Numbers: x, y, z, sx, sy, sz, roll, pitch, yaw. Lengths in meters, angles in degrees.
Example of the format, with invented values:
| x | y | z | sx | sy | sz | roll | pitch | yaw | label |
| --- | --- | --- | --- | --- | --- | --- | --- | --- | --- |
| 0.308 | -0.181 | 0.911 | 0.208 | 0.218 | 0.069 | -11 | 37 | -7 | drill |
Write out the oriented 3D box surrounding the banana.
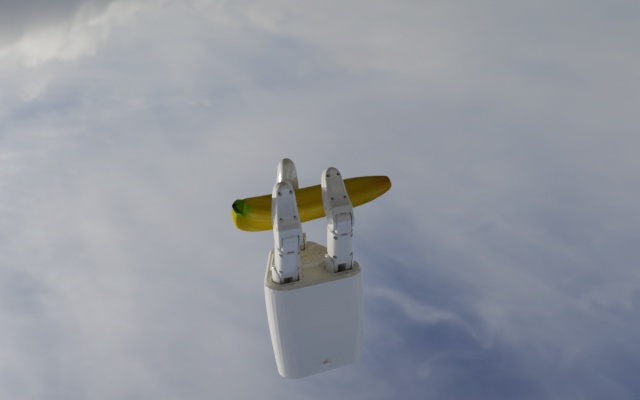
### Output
| x | y | z | sx | sy | sz | roll | pitch | yaw | label |
| --- | --- | --- | --- | --- | --- | --- | --- | --- | --- |
| -0.014 | 0.004 | 0.491 | 0.198 | 0.037 | 0.069 | -13 | 2 | -38 | banana |
